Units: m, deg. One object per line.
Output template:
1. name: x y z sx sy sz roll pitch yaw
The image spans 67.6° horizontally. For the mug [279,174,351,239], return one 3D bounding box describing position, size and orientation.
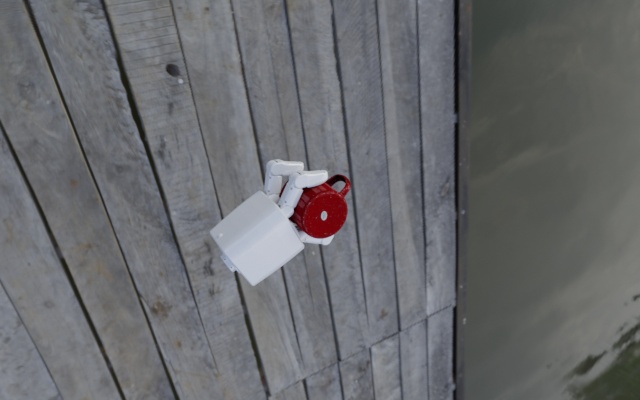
1. mug: 0.001 0.002 0.763 0.117 0.093 0.081 -38 34 -9
